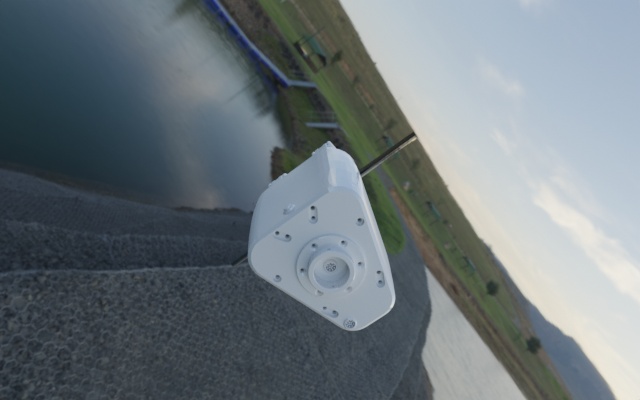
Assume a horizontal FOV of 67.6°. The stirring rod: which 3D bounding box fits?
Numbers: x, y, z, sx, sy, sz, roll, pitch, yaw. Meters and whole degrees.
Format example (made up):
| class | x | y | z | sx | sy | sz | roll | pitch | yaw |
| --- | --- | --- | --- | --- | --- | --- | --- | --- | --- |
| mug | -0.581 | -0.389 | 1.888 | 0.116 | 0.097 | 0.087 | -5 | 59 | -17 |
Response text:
| class | x | y | z | sx | sy | sz | roll | pitch | yaw |
| --- | --- | --- | --- | --- | --- | --- | --- | --- | --- |
| stirring rod | 0.000 | 0.002 | 0.506 | 0.239 | 0.011 | 0.011 | -35 | -7 | 10 |
